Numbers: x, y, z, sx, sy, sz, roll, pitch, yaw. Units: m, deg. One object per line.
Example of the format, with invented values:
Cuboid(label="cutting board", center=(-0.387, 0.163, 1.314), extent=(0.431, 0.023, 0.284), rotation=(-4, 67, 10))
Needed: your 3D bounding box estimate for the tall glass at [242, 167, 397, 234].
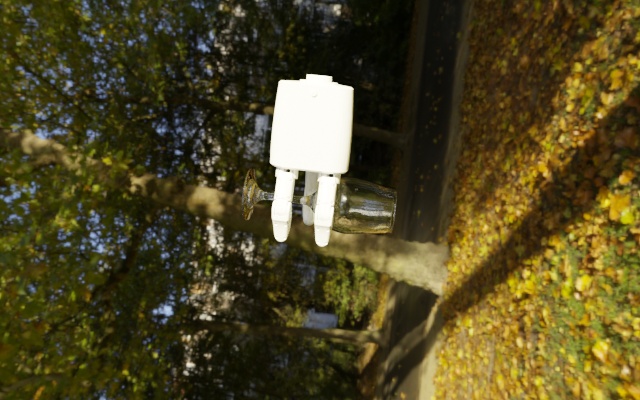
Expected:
Cuboid(label="tall glass", center=(-0.001, 0.002, 0.651), extent=(0.201, 0.079, 0.079), rotation=(7, 0, 4))
